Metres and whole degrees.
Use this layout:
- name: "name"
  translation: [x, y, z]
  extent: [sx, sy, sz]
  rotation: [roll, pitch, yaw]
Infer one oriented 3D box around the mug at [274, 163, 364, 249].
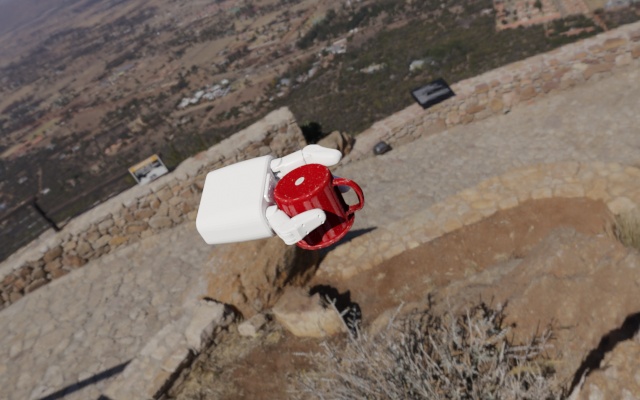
- name: "mug"
  translation: [0.001, 0.002, 0.636]
  extent: [0.117, 0.081, 0.093]
  rotation: [-12, 37, 21]
